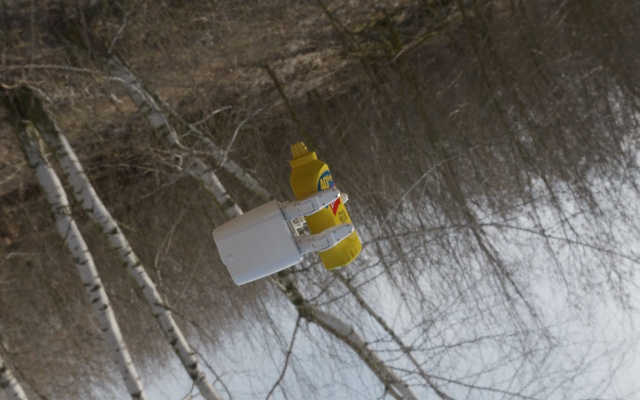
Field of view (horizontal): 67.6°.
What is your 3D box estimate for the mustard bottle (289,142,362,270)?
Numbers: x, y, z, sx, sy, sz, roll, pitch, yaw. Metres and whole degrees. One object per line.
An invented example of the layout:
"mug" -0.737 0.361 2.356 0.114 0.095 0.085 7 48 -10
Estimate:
"mustard bottle" 0.001 0.002 0.727 0.058 0.191 0.096 -20 9 24
